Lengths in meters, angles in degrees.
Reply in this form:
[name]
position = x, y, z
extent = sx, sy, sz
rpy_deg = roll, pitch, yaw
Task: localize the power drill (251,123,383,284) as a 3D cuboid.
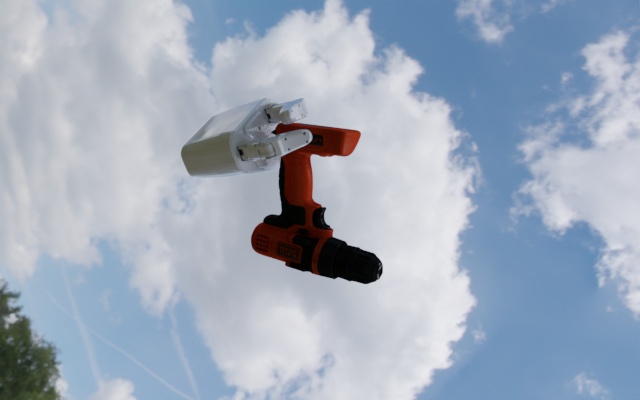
[power drill]
position = 0.000, 0.001, 0.596
extent = 0.184, 0.188, 0.057
rpy_deg = 12, 12, 24
